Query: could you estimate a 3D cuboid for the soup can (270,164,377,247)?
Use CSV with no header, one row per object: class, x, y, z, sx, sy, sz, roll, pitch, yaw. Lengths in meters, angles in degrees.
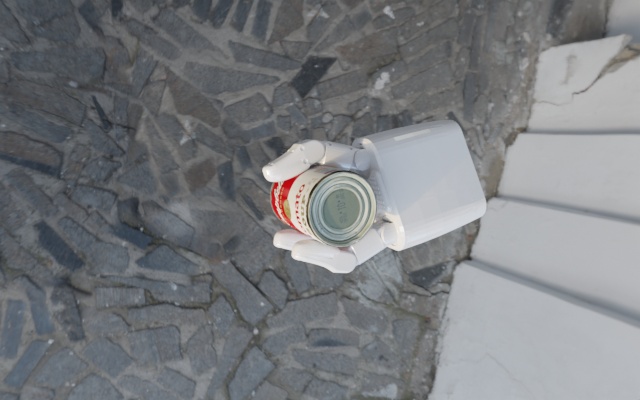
soup can,0.000,0.002,0.447,0.068,0.068,0.102,0,8,-23
